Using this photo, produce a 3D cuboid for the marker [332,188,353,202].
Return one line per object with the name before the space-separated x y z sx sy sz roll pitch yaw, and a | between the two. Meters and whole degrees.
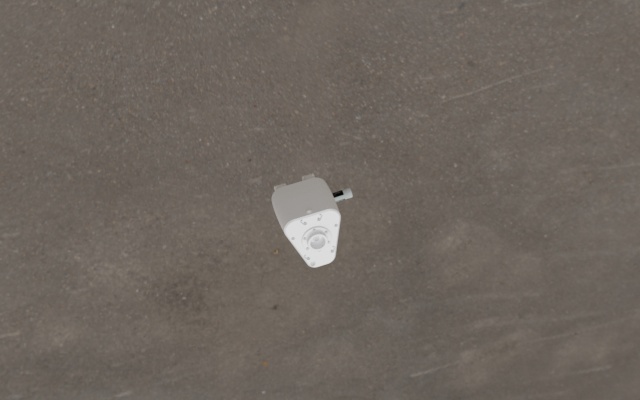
marker | 0.000 0.003 0.891 0.121 0.020 0.020 -18 2 -5
